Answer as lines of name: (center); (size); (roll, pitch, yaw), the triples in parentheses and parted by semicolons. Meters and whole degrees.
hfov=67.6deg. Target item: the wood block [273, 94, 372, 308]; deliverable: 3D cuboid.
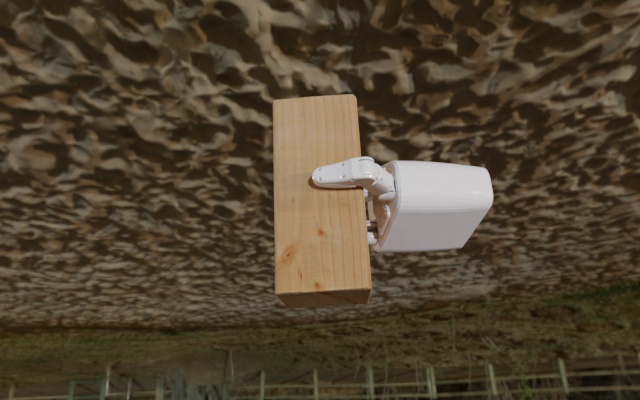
wood block: (0.000, 0.002, 0.507); (0.090, 0.206, 0.091); (-4, -21, 2)
